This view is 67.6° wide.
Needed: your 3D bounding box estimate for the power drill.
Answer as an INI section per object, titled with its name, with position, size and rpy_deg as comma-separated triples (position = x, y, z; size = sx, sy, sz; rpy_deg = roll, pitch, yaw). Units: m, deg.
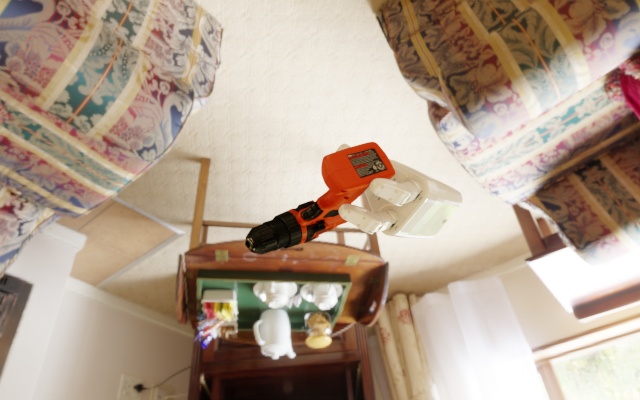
[power drill]
position = 0.001, 0.002, 0.647
size = 0.184, 0.057, 0.188
rpy_deg = -22, -15, -37
